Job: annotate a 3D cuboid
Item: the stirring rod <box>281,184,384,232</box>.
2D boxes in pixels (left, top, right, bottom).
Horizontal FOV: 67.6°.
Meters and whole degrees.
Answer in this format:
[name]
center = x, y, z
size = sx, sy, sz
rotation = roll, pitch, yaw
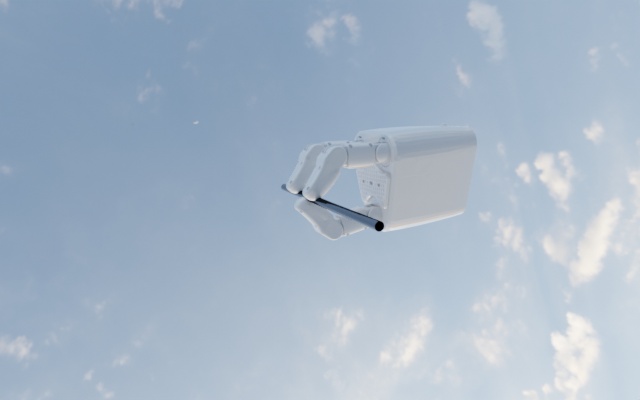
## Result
[stirring rod]
center = 0.000, 0.002, 0.463
size = 0.011, 0.011, 0.239
rotation = 0, 8, -21
